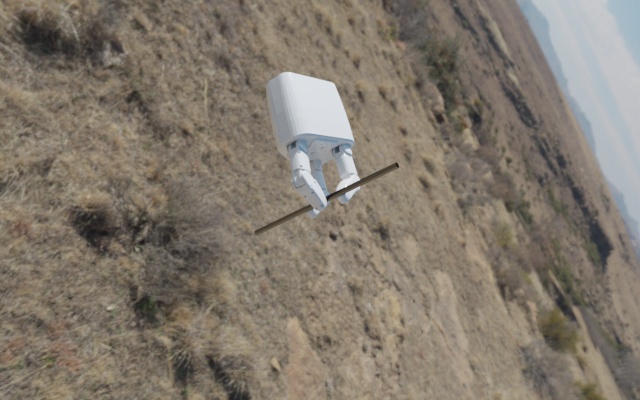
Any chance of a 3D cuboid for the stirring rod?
[{"bbox_3d":[0.000,0.002,0.646,0.239,0.011,0.011,-26,-13,29],"label":"stirring rod"}]
